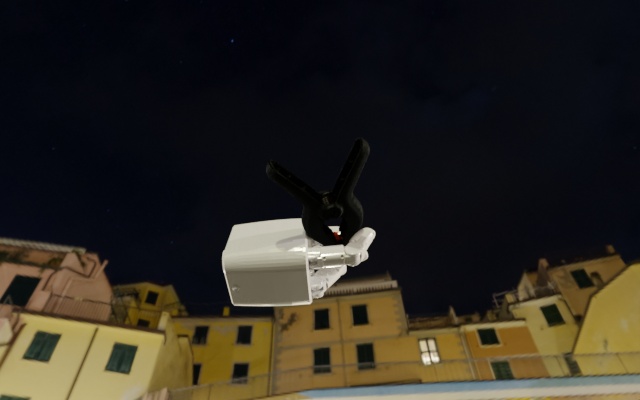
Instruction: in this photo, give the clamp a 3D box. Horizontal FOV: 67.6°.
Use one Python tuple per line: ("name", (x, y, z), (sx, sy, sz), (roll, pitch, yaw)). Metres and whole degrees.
("clamp", (0.000, 0.002, 0.591), (0.120, 0.172, 0.039), (-4, 38, 0))
